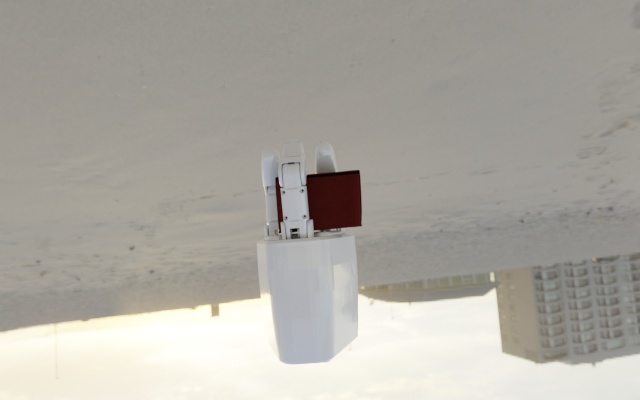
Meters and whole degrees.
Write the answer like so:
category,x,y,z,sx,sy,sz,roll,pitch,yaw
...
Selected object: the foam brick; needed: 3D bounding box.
category,x,y,z,sx,sy,sz,roll,pitch,yaw
foam brick,0.000,0.001,0.452,0.078,0.051,0.053,-5,-1,3
